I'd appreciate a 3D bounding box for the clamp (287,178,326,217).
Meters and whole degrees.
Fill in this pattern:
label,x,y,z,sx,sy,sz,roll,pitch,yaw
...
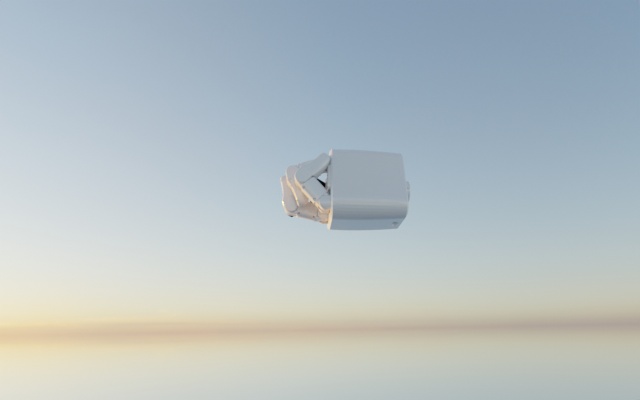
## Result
label,x,y,z,sx,sy,sz,roll,pitch,yaw
clamp,0.000,0.002,0.780,0.120,0.039,0.171,3,-15,-1
